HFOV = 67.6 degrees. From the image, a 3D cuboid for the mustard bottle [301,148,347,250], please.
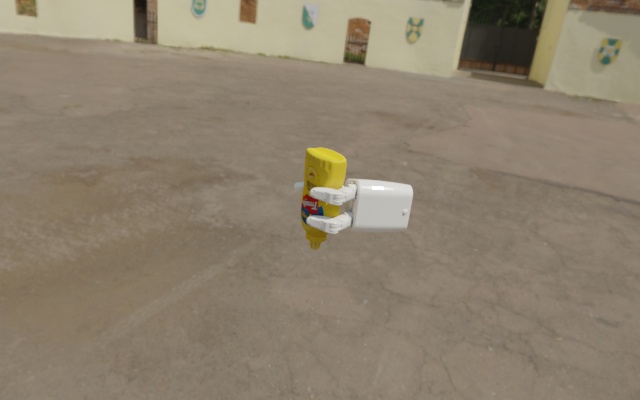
[{"bbox_3d":[0.000,0.003,0.898,0.058,0.192,0.096,-7,24,-33],"label":"mustard bottle"}]
